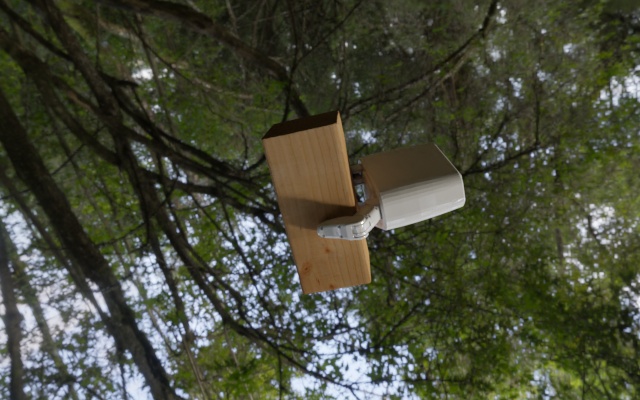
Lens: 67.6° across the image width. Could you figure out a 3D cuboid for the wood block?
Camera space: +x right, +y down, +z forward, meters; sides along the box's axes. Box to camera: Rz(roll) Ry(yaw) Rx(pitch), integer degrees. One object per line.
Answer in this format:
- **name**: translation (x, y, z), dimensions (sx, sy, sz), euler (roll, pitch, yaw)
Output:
- **wood block**: translation (0.000, 0.002, 0.606), dimensions (0.090, 0.206, 0.090), euler (-11, 19, 8)
